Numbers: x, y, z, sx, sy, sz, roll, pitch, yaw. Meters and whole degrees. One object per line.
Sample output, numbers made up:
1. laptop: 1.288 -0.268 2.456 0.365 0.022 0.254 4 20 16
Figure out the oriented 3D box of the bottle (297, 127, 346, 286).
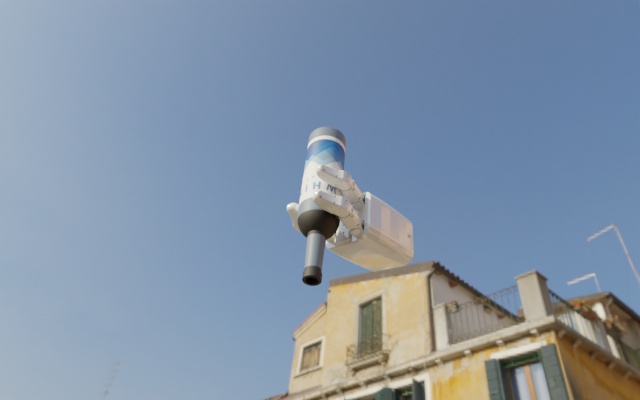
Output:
1. bottle: 0.000 0.002 0.760 0.069 0.295 0.069 4 -41 3
